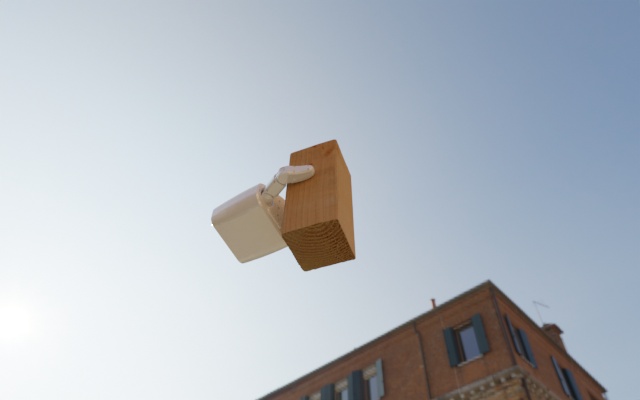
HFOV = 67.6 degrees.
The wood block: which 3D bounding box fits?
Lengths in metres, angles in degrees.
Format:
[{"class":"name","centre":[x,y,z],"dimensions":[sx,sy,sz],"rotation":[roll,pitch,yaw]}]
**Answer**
[{"class":"wood block","centre":[0.000,0.002,0.784],"dimensions":[0.090,0.091,0.206],"rotation":[-16,39,14]}]
